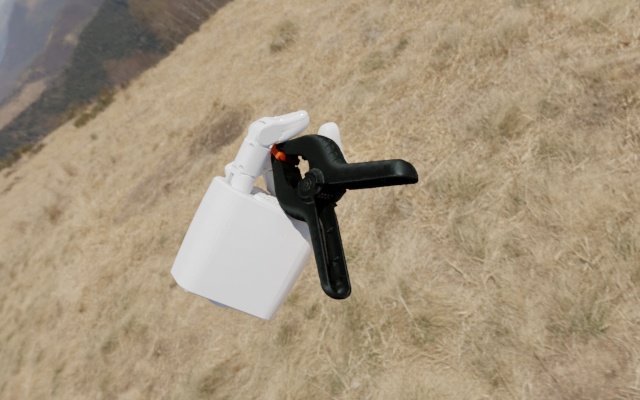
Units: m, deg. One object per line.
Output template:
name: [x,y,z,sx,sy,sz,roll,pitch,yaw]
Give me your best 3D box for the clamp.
clamp: [0.000,0.001,0.412,0.039,0.120,0.171,25,5,-38]
